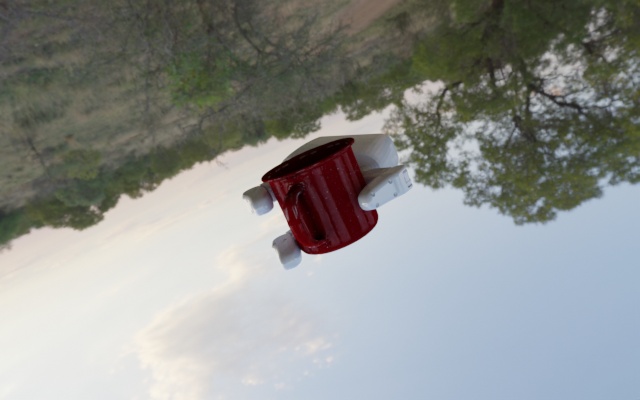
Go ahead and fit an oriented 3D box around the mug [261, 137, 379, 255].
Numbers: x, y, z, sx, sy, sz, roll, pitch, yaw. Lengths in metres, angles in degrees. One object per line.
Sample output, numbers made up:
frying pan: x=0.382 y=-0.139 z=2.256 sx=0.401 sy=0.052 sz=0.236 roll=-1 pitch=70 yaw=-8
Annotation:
mug: x=0.000 y=0.002 z=0.433 sx=0.093 sy=0.081 sz=0.117 roll=-18 pitch=15 yaw=23
